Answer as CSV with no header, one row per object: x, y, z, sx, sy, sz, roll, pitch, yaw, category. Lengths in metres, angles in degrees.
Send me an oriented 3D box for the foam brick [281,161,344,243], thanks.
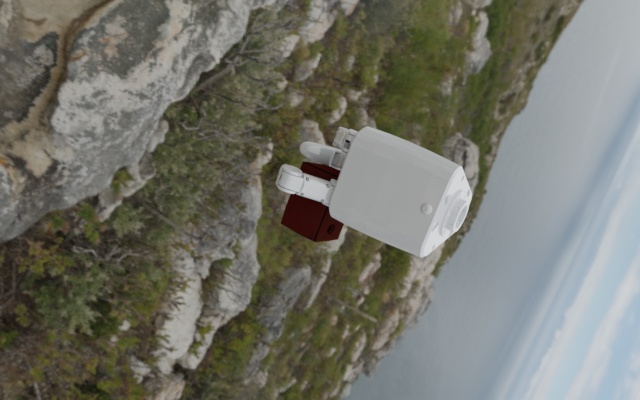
0.000,0.002,0.536,0.051,0.078,0.053,27,13,28,foam brick
